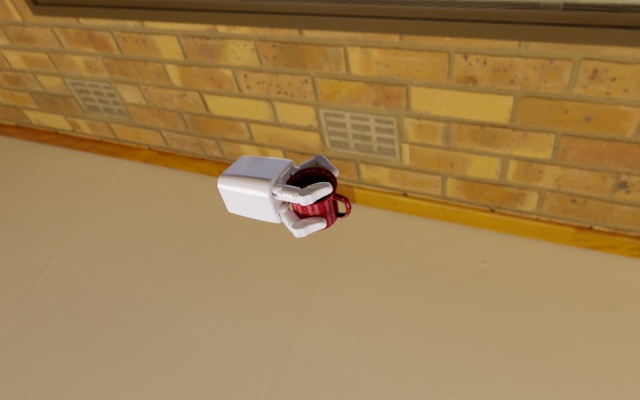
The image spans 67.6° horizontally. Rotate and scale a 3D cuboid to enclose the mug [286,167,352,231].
[{"bbox_3d":[0.002,0.003,0.853,0.117,0.093,0.082,11,-39,20],"label":"mug"}]
